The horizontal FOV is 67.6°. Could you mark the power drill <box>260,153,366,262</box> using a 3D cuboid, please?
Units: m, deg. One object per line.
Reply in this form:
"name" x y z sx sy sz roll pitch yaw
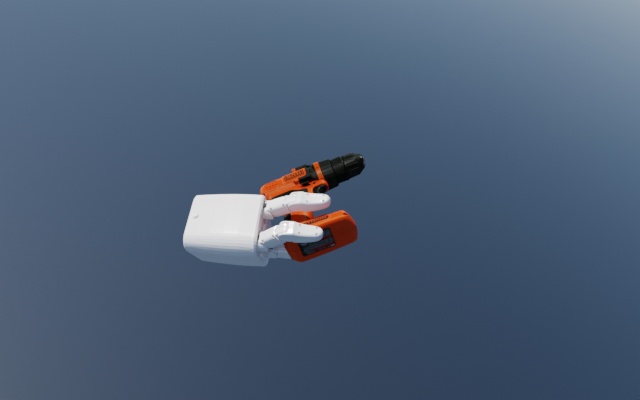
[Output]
"power drill" 0.000 0.003 0.747 0.184 0.057 0.187 -23 33 3
